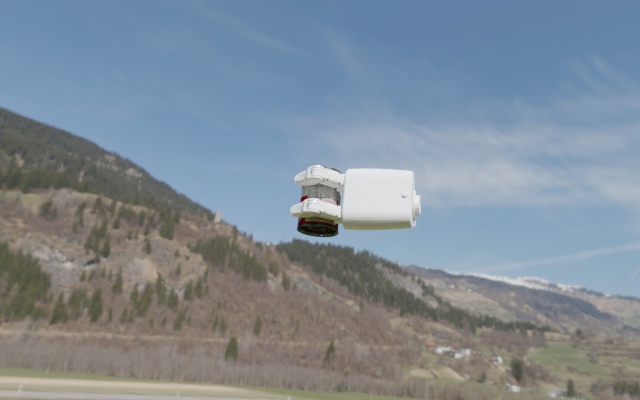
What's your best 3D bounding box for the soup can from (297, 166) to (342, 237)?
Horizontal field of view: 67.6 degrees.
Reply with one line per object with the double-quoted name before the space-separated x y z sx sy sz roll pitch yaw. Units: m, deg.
"soup can" 0.000 0.002 0.786 0.068 0.102 0.068 5 -19 2
